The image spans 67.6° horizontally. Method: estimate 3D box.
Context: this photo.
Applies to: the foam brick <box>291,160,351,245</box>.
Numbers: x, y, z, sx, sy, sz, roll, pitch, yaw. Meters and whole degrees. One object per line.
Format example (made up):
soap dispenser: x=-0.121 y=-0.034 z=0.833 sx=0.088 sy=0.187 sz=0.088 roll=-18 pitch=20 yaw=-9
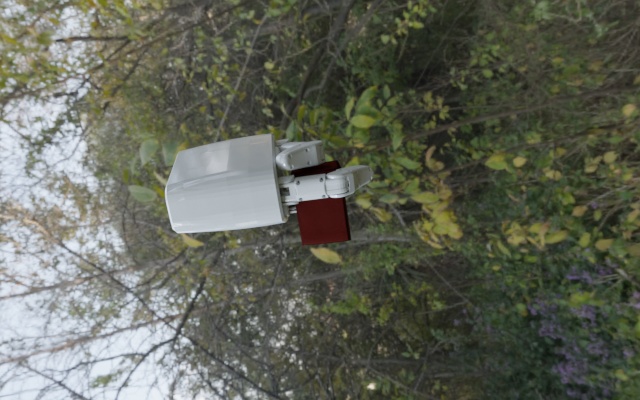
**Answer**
foam brick: x=0.000 y=0.002 z=0.504 sx=0.051 sy=0.078 sz=0.053 roll=-9 pitch=14 yaw=0
